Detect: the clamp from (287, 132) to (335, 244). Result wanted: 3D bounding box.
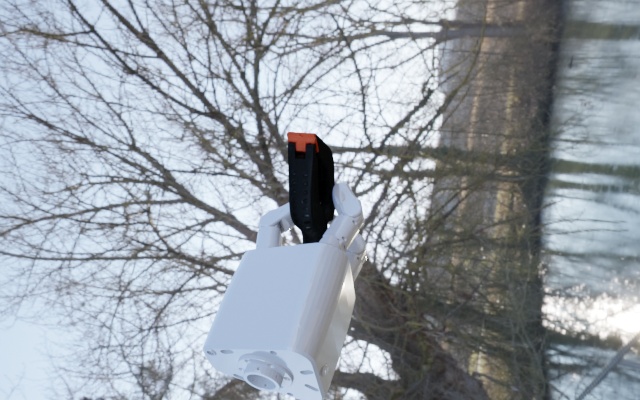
[{"bbox_3d":[-0.001,0.001,0.517,0.036,0.210,0.164,5,45,15],"label":"clamp"}]
